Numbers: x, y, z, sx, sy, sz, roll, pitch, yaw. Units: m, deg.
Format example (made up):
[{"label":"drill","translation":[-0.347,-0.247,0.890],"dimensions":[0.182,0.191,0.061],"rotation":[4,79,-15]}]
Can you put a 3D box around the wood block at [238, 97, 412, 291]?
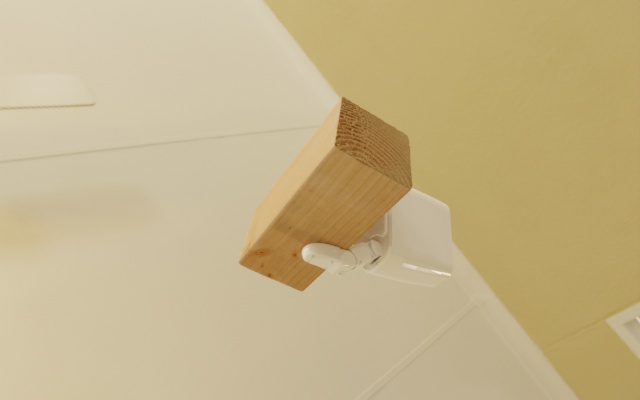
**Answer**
[{"label":"wood block","translation":[0.000,0.002,0.530],"dimensions":[0.090,0.090,0.206],"rotation":[27,-50,-17]}]
